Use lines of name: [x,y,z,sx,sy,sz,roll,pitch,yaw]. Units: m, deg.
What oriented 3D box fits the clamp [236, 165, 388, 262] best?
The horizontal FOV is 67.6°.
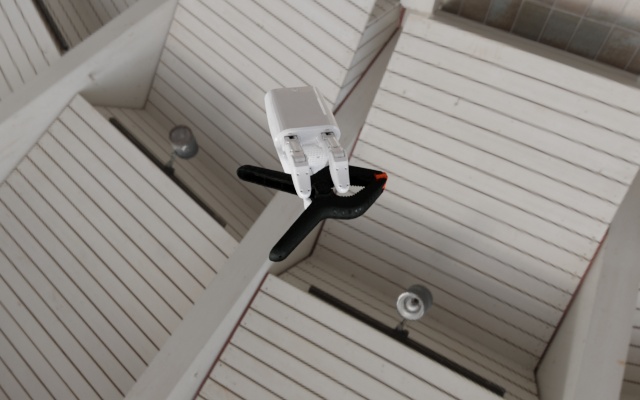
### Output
clamp: [0.000,0.002,0.661,0.210,0.164,0.036,-8,-38,-14]
